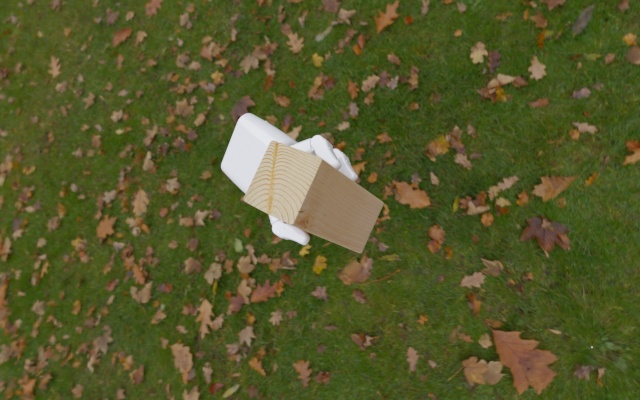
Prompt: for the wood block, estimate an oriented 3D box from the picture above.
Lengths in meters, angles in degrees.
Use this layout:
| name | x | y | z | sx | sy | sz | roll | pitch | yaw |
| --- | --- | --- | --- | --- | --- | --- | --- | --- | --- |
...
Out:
| name | x | y | z | sx | sy | sz | roll | pitch | yaw |
| --- | --- | --- | --- | --- | --- | --- | --- | --- | --- |
| wood block | 0.000 | 0.002 | 0.681 | 0.090 | 0.091 | 0.206 | 24 | -3 | 33 |
